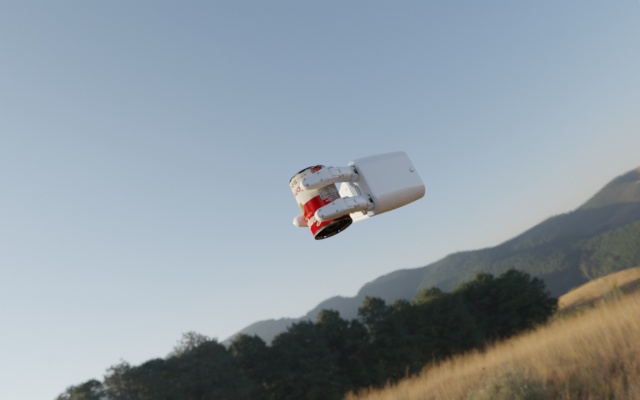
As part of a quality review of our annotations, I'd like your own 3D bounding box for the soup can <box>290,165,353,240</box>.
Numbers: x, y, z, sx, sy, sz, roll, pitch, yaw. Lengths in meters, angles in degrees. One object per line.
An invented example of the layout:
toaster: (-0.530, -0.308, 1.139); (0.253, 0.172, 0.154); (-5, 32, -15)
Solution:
soup can: (0.000, 0.002, 0.761); (0.068, 0.102, 0.068); (-23, -19, -8)
